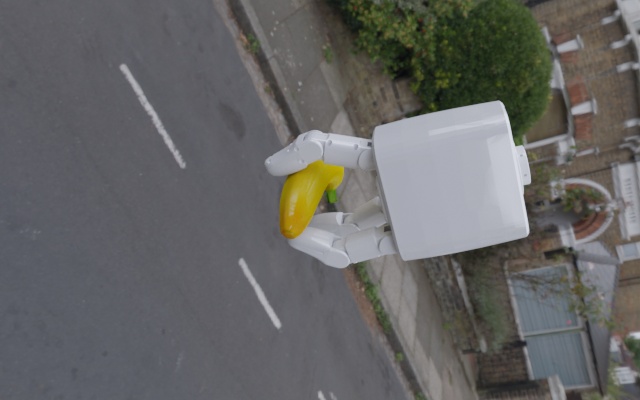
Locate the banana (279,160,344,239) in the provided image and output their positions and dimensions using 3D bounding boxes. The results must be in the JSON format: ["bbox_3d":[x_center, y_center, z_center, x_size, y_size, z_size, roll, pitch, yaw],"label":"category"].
[{"bbox_3d":[-0.002,-0.017,0.475,0.037,0.069,0.198,-8,7,15],"label":"banana"}]
